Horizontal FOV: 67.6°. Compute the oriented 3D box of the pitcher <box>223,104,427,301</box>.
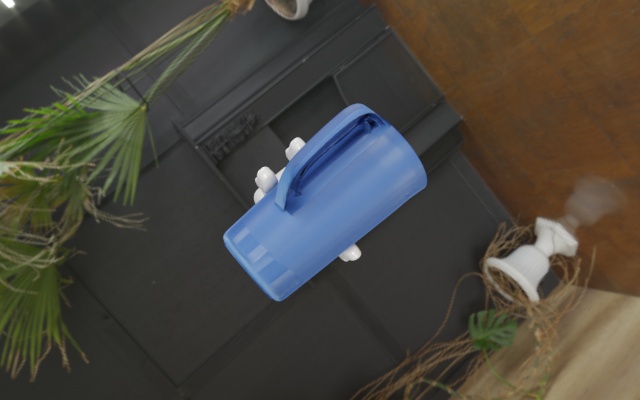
[{"bbox_3d":[0.000,0.002,0.588,0.243,0.149,0.145,-41,12,-10],"label":"pitcher"}]
